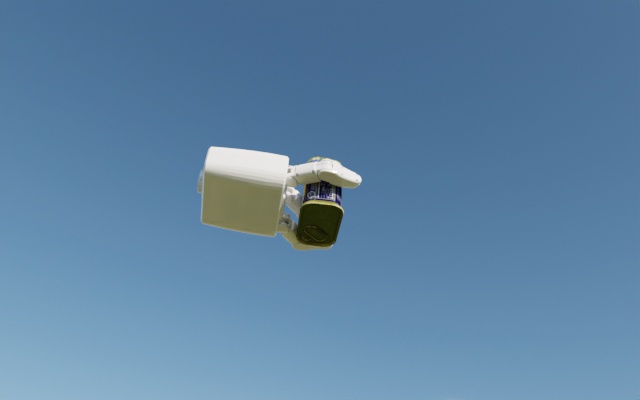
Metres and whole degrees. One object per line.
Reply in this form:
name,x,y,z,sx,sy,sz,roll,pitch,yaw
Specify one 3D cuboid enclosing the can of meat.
can of meat,0.000,0.002,0.669,0.057,0.084,0.102,6,-38,-3
